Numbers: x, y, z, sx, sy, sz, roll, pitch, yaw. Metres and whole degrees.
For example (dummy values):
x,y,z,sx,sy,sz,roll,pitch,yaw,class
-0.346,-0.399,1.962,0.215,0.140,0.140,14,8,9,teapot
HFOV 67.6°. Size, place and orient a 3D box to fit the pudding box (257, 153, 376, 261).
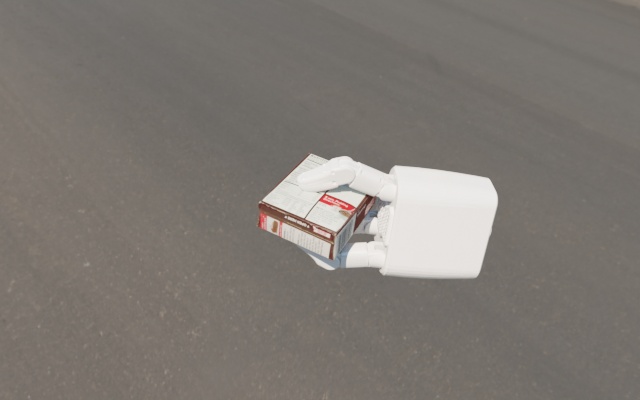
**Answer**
x,y,z,sx,sy,sz,roll,pitch,yaw,class
0.000,0.002,0.506,0.090,0.039,0.113,22,39,18,pudding box
